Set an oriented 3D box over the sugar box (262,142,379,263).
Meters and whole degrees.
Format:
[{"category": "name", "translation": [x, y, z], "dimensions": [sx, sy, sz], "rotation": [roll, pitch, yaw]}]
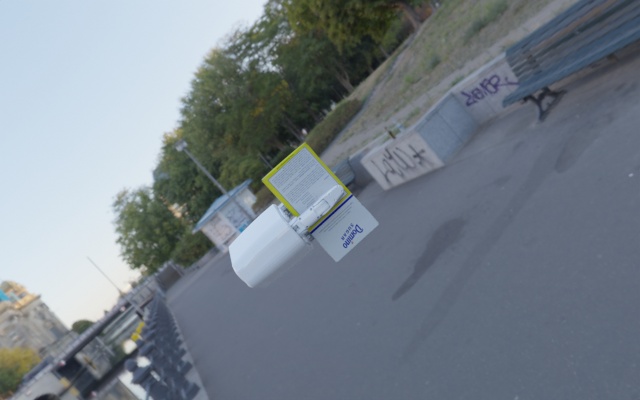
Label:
[{"category": "sugar box", "translation": [0.000, 0.002, 0.760], "dimensions": [0.093, 0.176, 0.048], "rotation": [-42, 5, -1]}]
